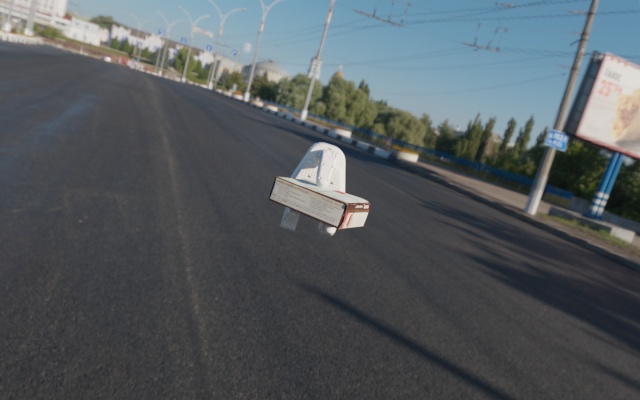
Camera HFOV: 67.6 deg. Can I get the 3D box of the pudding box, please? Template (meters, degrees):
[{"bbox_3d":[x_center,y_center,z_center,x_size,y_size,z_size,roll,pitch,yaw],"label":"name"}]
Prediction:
[{"bbox_3d":[0.000,0.002,0.649,0.113,0.039,0.090,20,9,24],"label":"pudding box"}]
